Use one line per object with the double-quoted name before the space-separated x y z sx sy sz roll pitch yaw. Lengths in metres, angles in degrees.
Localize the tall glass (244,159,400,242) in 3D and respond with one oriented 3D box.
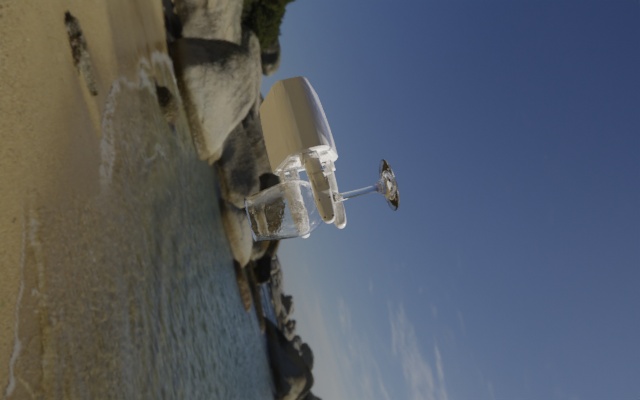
"tall glass" 0.001 0.002 0.652 0.201 0.079 0.079 -14 2 -8
